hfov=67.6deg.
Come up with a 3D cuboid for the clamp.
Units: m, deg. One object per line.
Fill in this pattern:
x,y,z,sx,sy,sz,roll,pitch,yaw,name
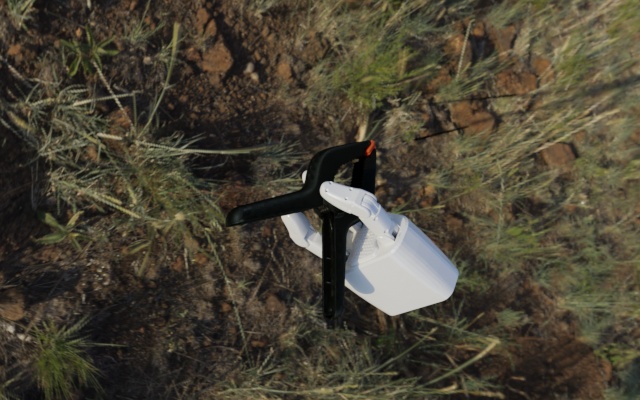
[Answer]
0.001,0.001,0.528,0.165,0.210,0.036,41,-30,-24,clamp
